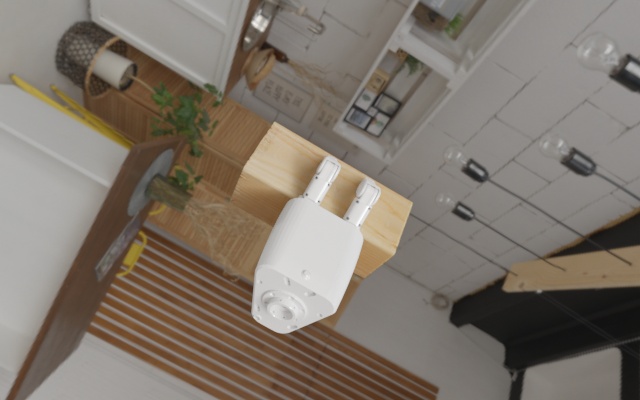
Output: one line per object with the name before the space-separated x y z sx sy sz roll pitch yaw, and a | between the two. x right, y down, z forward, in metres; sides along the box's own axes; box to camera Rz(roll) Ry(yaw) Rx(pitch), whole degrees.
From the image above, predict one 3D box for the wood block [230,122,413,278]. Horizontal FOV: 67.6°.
wood block | 0.000 0.003 0.620 0.206 0.090 0.091 30 -35 -5
